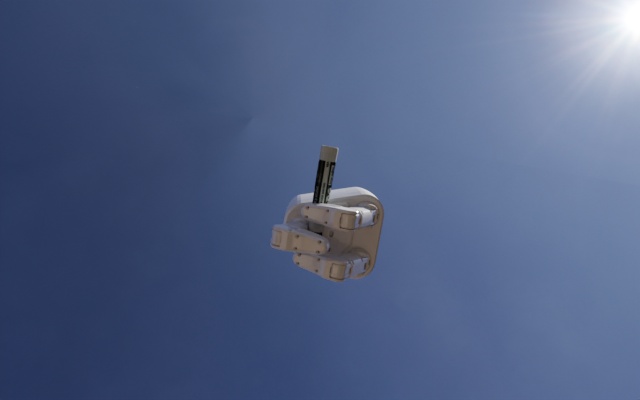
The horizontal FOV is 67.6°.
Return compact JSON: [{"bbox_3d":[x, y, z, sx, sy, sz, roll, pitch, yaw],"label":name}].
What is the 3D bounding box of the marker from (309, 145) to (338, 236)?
[{"bbox_3d":[0.000,0.002,0.515,0.020,0.121,0.020,9,8,-1],"label":"marker"}]
